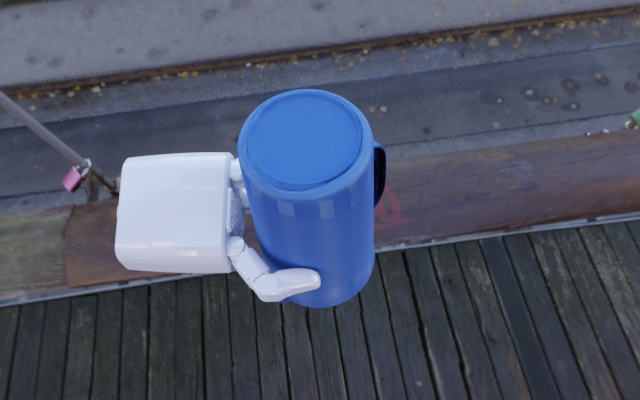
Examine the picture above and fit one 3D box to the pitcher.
[{"bbox_3d":[0.000,0.002,0.476,0.145,0.149,0.243,0,-29,2],"label":"pitcher"}]
